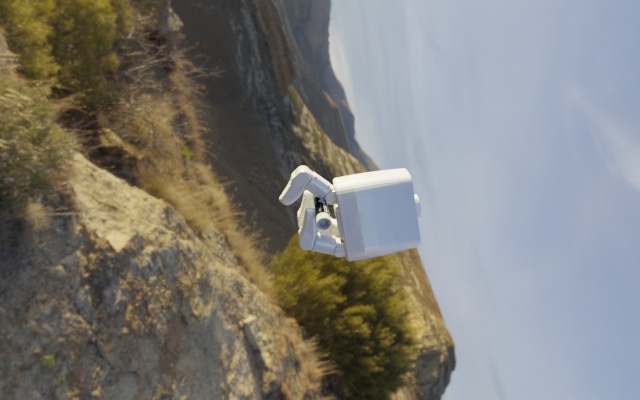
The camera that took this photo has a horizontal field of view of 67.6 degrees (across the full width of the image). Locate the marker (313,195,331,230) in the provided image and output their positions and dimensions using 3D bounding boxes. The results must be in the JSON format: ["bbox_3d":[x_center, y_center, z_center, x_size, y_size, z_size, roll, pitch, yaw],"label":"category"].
[{"bbox_3d":[0.000,0.002,0.661,0.020,0.020,0.121,0,28,-5],"label":"marker"}]
